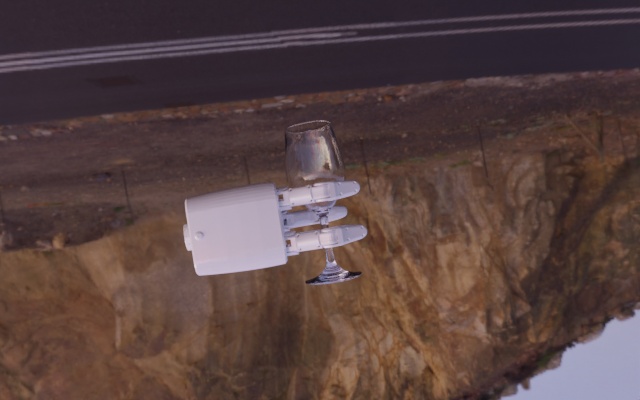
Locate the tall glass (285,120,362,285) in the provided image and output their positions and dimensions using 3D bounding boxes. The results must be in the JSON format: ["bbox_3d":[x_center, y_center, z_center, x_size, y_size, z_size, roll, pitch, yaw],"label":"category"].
[{"bbox_3d":[0.000,0.003,0.616,0.079,0.201,0.079,-9,-1,0],"label":"tall glass"}]
